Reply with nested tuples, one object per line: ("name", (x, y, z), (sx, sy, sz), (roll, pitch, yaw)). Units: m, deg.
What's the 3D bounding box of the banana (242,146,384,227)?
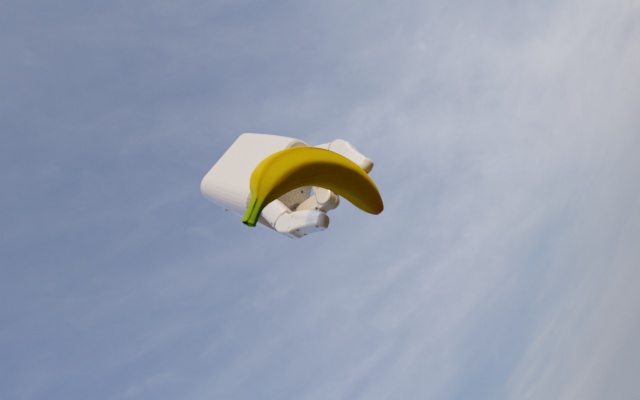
("banana", (0.000, -0.017, 0.462), (0.037, 0.069, 0.198), (15, 12, 41))
